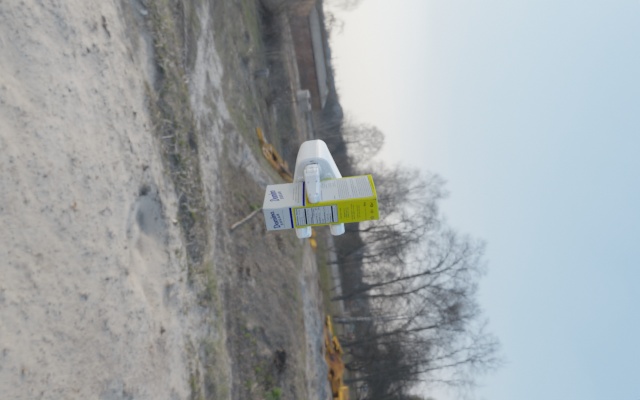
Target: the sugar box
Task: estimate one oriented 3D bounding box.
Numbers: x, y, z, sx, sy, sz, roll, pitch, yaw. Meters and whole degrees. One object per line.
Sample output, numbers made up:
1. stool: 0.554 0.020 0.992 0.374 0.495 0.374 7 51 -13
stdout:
1. sugar box: 0.000 0.003 0.762 0.176 0.048 0.093 -8 25 3
